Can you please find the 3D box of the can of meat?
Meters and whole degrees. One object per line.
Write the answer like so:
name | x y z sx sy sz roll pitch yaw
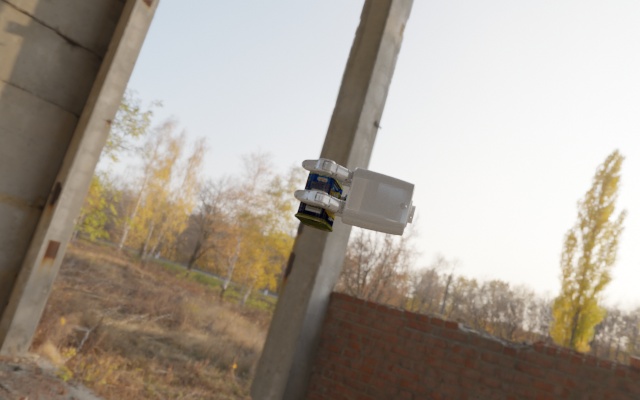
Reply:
can of meat | 0.000 0.002 0.846 0.057 0.084 0.102 14 -10 15
